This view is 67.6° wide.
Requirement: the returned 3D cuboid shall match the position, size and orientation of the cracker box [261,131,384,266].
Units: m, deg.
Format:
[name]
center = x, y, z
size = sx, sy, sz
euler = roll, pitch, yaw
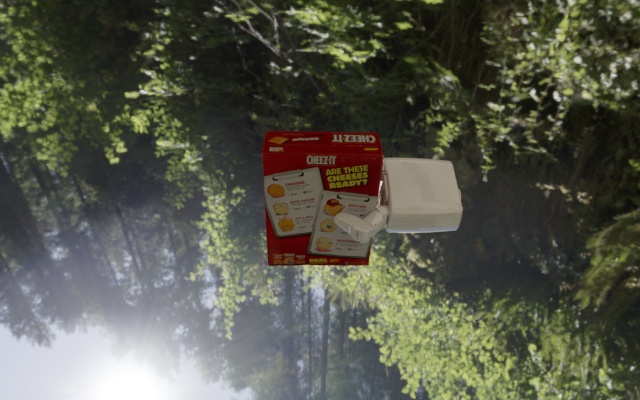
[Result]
[cracker box]
center = 0.000, 0.003, 0.718
size = 0.164, 0.214, 0.072
euler = 0, 38, -2
